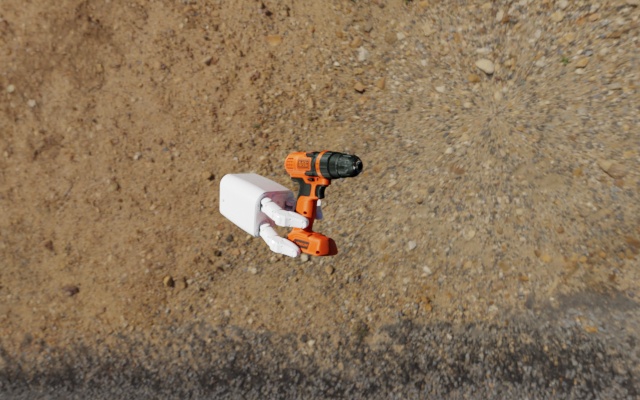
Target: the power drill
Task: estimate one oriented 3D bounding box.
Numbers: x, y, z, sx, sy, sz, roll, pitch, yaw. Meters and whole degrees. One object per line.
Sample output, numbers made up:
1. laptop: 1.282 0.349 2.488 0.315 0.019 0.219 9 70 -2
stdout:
1. power drill: 0.000 0.003 0.866 0.057 0.187 0.184 3 3 -41
